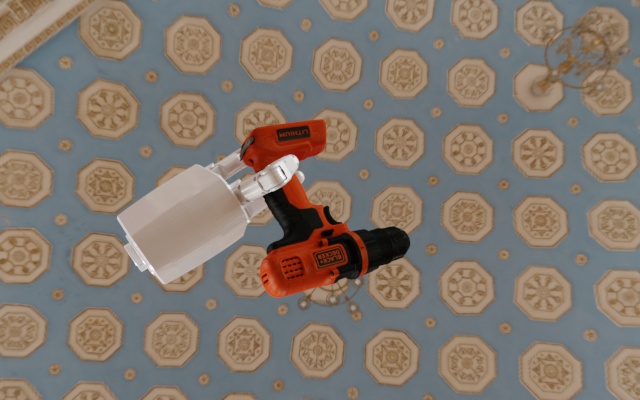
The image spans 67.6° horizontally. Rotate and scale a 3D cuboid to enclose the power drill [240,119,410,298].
[{"bbox_3d":[0.000,0.001,0.540,0.184,0.187,0.057,-12,-19,-30],"label":"power drill"}]
